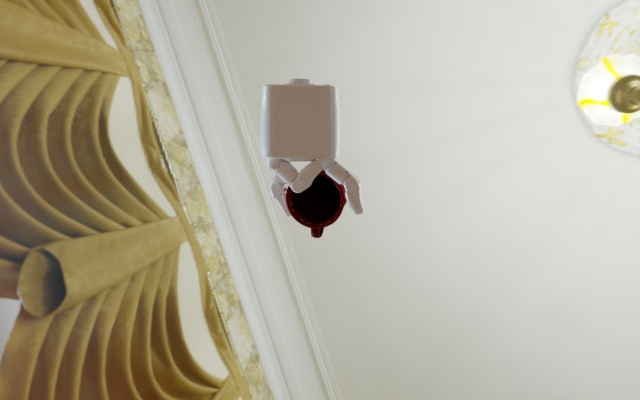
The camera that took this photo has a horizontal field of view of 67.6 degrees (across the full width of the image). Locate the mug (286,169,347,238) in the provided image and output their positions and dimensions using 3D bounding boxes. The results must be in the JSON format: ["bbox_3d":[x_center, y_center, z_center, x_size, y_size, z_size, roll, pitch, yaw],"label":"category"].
[{"bbox_3d":[0.000,0.004,0.770,0.093,0.117,0.081,4,12,13],"label":"mug"}]
